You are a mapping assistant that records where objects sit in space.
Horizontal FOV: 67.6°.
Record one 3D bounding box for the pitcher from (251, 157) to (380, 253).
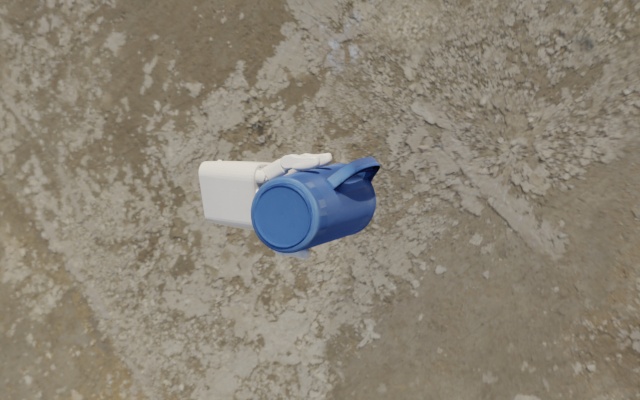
[{"bbox_3d":[0.000,0.003,0.761,0.145,0.149,0.243,6,8,22],"label":"pitcher"}]
